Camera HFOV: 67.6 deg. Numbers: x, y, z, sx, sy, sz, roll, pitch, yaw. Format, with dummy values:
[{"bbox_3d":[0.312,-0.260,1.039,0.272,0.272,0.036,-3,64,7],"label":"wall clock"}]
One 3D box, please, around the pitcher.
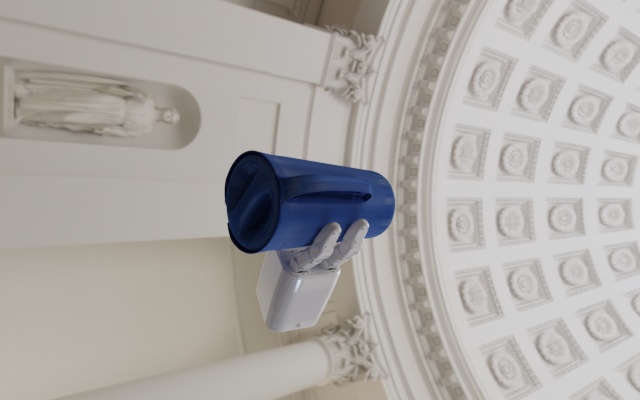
[{"bbox_3d":[0.000,0.002,0.680,0.243,0.145,0.149,1,30,-41],"label":"pitcher"}]
